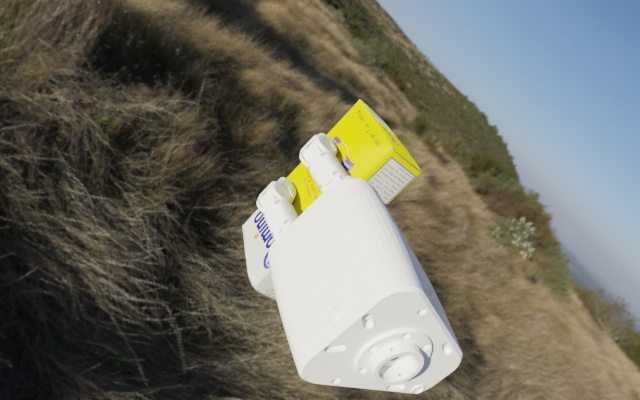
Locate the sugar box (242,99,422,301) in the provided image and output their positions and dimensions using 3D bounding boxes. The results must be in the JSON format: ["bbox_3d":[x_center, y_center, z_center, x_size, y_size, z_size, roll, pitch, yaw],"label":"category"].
[{"bbox_3d":[0.000,0.001,0.433,0.048,0.176,0.093,35,20,-33],"label":"sugar box"}]
